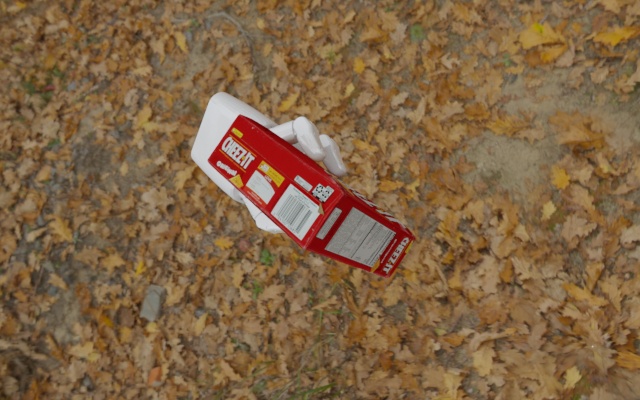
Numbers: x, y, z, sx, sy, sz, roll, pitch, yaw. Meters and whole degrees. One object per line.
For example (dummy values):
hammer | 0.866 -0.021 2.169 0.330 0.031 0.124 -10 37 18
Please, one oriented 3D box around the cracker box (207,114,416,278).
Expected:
cracker box | 0.000 0.002 0.547 0.164 0.072 0.214 38 5 32
